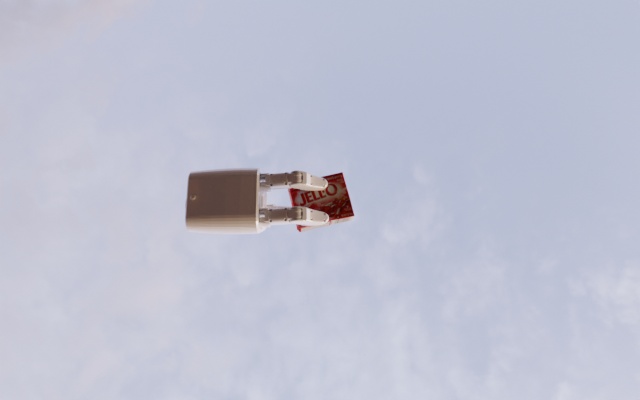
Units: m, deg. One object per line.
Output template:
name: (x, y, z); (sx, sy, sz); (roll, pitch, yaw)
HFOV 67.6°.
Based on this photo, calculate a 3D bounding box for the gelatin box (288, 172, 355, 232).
gelatin box: (0.000, 0.002, 0.732); (0.089, 0.073, 0.030); (-12, -17, -8)
